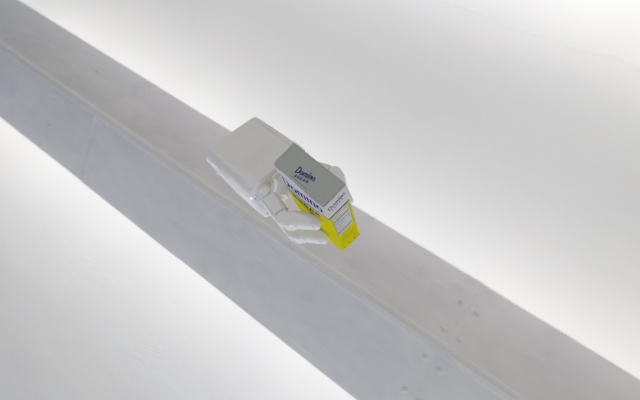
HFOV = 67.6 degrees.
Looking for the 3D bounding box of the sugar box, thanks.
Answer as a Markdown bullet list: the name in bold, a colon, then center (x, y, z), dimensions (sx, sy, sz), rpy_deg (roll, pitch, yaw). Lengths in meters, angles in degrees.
- **sugar box**: center (0.000, 0.002, 0.649), dimensions (0.093, 0.048, 0.176), rpy_deg (40, -8, 24)
